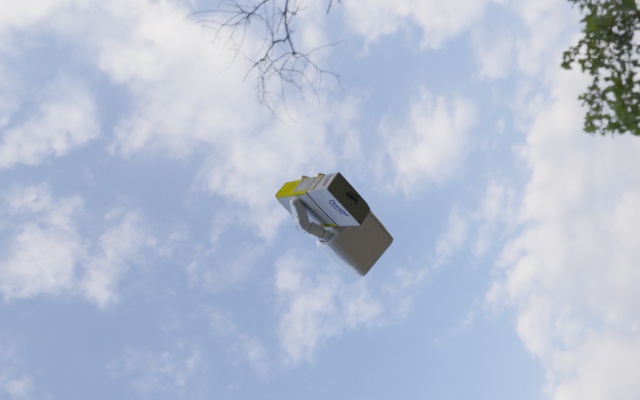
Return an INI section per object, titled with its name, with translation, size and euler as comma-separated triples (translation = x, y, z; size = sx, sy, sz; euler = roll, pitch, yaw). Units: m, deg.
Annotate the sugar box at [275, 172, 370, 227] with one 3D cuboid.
[sugar box]
translation = 0.000, 0.002, 0.851
size = 0.093, 0.048, 0.176
euler = 47, -29, -23
